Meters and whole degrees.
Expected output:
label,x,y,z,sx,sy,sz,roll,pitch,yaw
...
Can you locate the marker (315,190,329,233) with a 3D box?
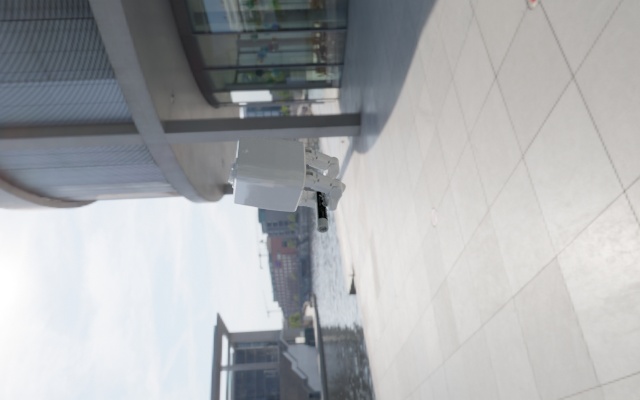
label,x,y,z,sx,sy,sz,roll,pitch,yaw
marker,0.000,0.003,0.784,0.020,0.020,0.121,0,44,-4
